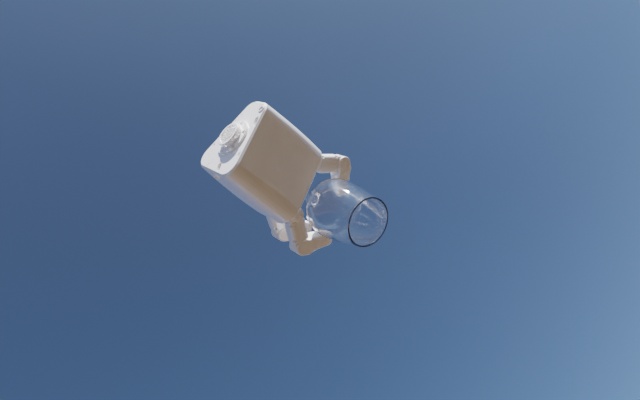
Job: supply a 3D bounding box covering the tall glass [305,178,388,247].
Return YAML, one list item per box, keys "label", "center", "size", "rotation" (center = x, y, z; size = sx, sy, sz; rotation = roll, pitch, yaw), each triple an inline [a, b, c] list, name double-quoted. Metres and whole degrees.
- label: "tall glass"
  center: [0.000, 0.002, 0.638]
  size: [0.079, 0.079, 0.201]
  rotation: [0, 14, -36]
